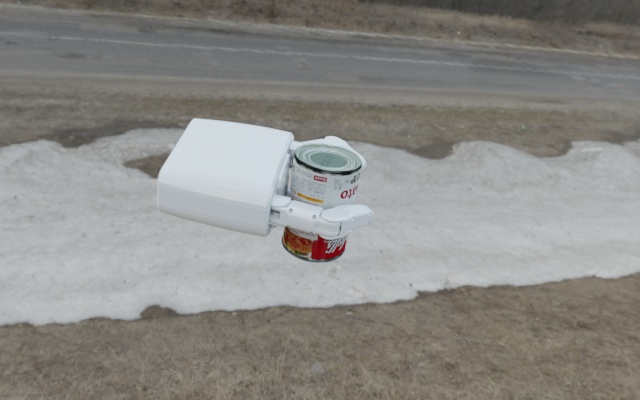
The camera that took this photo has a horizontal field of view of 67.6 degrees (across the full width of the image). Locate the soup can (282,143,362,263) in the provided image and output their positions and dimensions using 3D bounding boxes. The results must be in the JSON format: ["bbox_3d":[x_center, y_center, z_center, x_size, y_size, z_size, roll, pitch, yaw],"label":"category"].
[{"bbox_3d":[0.001,0.001,0.479,0.068,0.102,0.068,8,28,-4],"label":"soup can"}]
